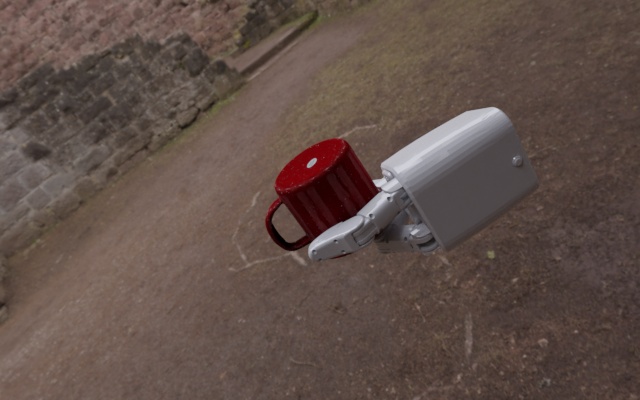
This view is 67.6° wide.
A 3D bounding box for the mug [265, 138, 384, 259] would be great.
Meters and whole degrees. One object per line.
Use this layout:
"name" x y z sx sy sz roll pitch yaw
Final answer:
"mug" -0.001 0.002 0.457 0.117 0.081 0.093 -34 24 3
